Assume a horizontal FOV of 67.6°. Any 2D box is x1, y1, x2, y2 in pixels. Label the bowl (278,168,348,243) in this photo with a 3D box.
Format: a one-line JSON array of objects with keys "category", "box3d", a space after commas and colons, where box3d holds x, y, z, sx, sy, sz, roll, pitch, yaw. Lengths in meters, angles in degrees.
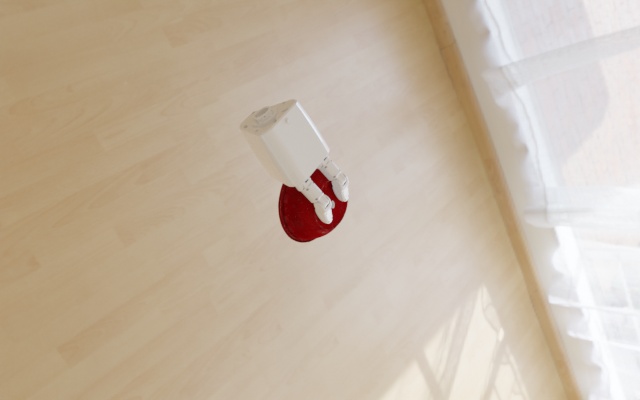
[{"category": "bowl", "box3d": [0.001, 0.004, 0.856, 0.055, 0.162, 0.162, 13, 8, 39]}]
